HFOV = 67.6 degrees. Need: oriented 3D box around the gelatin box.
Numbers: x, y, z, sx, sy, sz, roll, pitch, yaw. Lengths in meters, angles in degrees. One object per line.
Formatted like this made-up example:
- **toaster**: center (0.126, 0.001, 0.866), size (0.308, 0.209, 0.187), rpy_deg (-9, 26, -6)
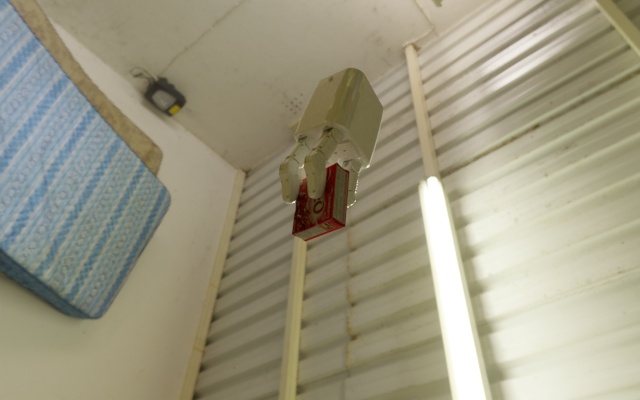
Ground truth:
- **gelatin box**: center (0.000, 0.003, 0.636), size (0.073, 0.089, 0.030), rpy_deg (-23, -42, 38)
